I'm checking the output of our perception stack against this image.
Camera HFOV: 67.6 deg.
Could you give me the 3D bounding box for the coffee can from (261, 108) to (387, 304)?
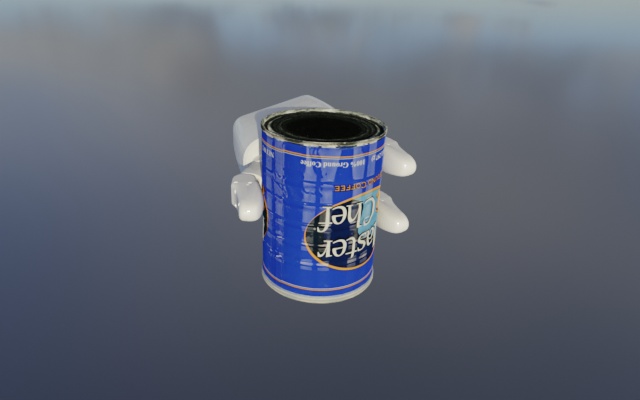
[{"bbox_3d":[0.000,0.002,0.413,0.103,0.140,0.102,2,25,-1],"label":"coffee can"}]
